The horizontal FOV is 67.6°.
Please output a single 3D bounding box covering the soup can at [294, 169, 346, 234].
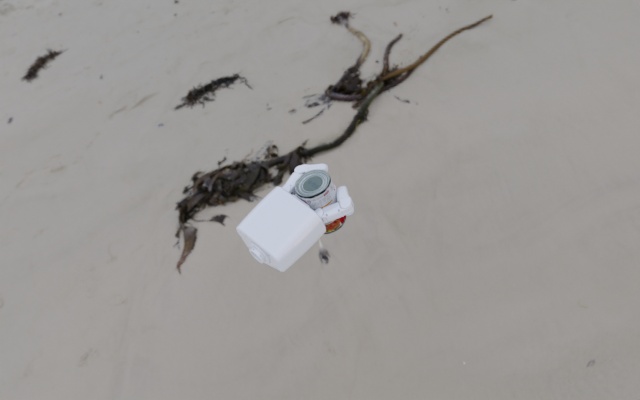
[{"bbox_3d":[0.000,0.002,0.853,0.068,0.068,0.102,0,-41,24],"label":"soup can"}]
